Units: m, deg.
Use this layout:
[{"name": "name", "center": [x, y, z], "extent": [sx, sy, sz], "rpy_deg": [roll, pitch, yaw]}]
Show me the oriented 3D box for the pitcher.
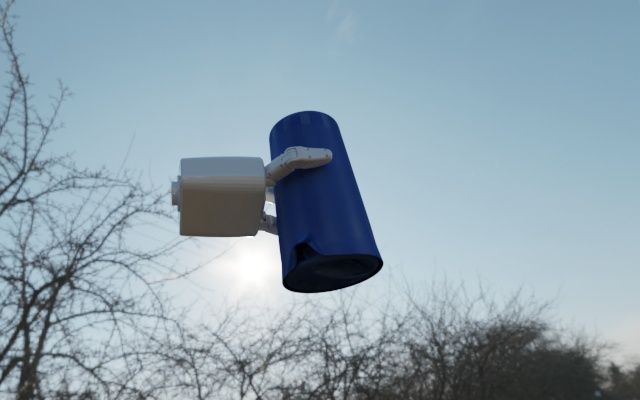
[{"name": "pitcher", "center": [0.000, 0.002, 0.676], "extent": [0.145, 0.242, 0.149], "rpy_deg": [-1, -30, -19]}]
